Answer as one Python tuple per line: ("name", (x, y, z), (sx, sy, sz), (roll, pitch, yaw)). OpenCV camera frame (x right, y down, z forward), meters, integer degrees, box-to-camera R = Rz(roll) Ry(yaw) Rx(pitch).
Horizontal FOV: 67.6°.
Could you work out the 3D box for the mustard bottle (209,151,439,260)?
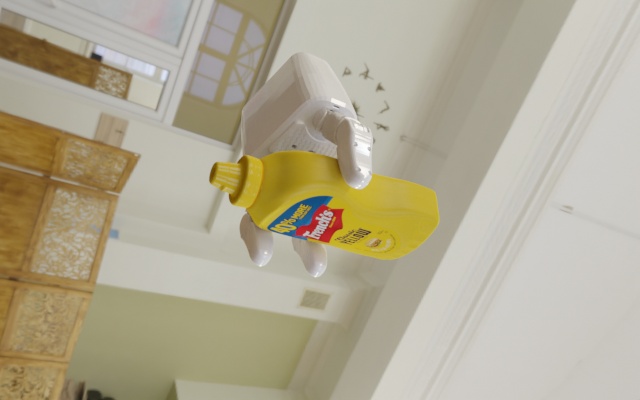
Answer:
("mustard bottle", (0.000, 0.002, 0.407), (0.192, 0.058, 0.096), (16, -32, -27))
